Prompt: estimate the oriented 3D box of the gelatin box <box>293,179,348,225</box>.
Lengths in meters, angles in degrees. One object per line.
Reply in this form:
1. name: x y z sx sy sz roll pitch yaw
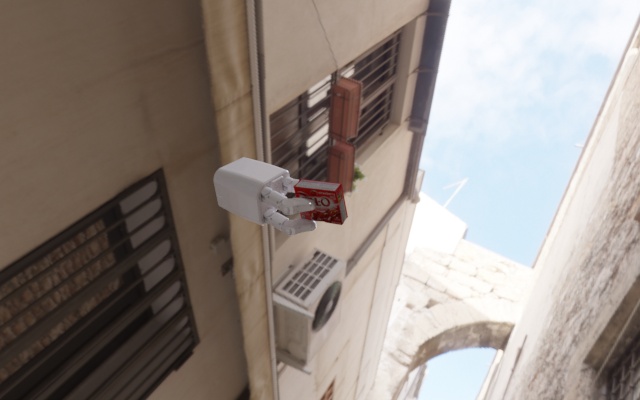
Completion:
1. gelatin box: 0.001 0.003 0.862 0.089 0.073 0.030 7 37 28
